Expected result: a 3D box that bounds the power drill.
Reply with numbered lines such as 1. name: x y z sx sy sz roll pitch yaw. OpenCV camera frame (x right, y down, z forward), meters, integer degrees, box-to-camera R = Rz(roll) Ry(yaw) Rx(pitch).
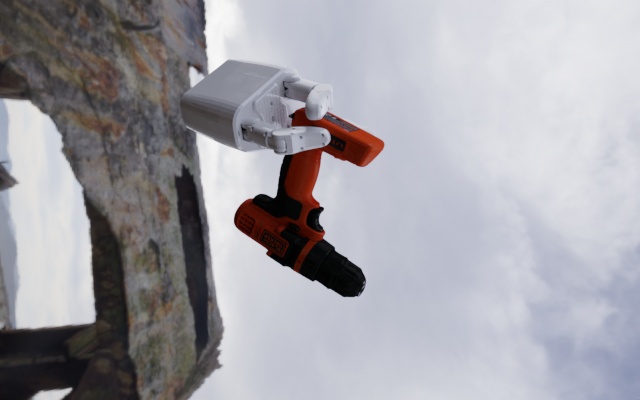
1. power drill: 0.000 0.001 0.552 0.184 0.188 0.057 31 22 13
